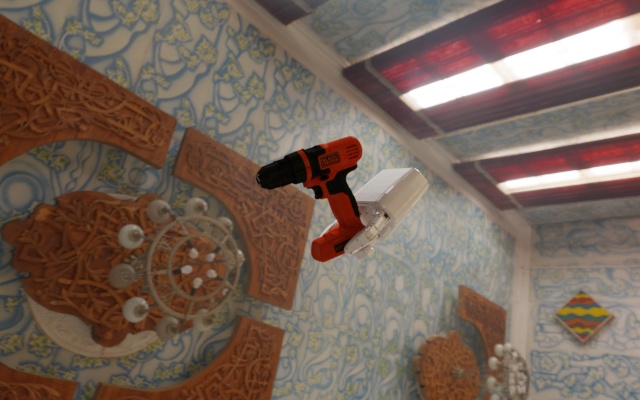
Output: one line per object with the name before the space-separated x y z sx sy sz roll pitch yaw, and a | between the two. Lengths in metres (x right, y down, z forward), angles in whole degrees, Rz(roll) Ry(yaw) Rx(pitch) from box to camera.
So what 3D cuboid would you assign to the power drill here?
power drill | 0.000 0.003 0.788 0.184 0.188 0.057 -20 19 -18
